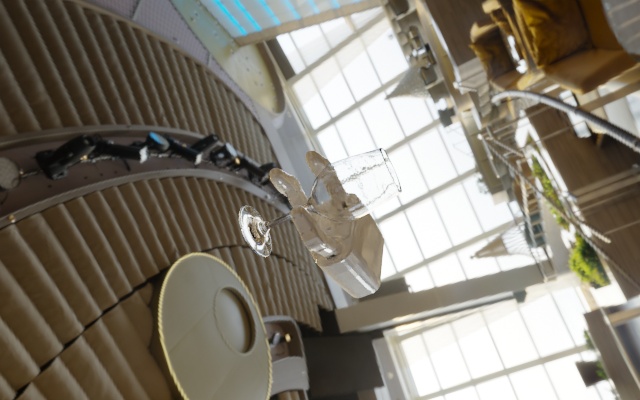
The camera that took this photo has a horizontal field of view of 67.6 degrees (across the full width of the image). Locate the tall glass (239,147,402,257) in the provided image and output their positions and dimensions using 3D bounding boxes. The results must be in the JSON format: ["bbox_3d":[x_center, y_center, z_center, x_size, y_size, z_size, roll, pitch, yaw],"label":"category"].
[{"bbox_3d":[-0.001,0.002,0.610,0.201,0.079,0.079,-25,-7,16],"label":"tall glass"}]
